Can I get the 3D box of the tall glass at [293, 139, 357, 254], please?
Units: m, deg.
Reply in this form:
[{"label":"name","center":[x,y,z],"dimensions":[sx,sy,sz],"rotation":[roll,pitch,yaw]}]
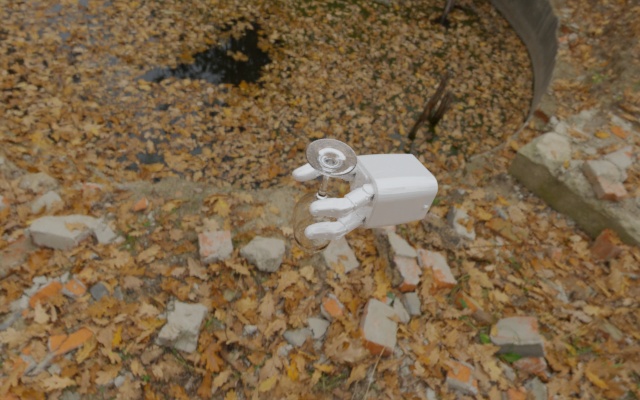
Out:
[{"label":"tall glass","center":[0.000,0.002,0.747],"dimensions":[0.079,0.079,0.201],"rotation":[0,-40,-12]}]
